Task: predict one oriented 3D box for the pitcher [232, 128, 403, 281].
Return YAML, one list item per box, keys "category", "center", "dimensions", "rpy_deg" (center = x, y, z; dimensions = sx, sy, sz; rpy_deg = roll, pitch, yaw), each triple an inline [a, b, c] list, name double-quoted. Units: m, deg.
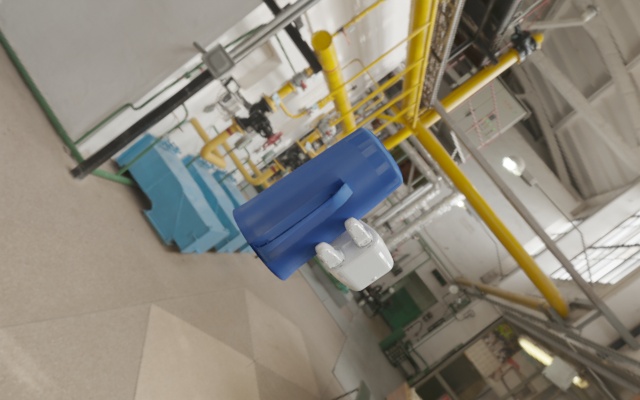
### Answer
- category: "pitcher"
  center: [0.000, 0.002, 0.713]
  dimensions: [0.243, 0.149, 0.145]
  rpy_deg: [-36, -38, 2]
